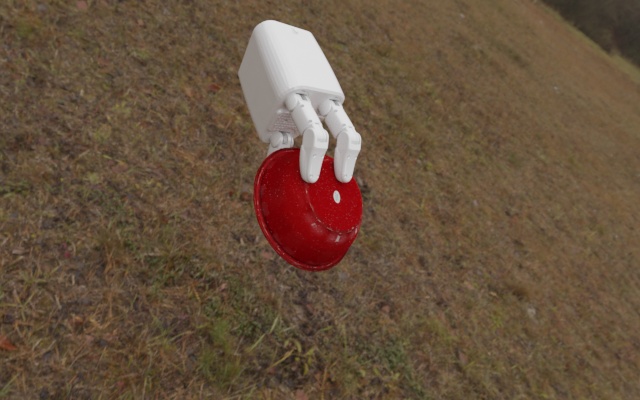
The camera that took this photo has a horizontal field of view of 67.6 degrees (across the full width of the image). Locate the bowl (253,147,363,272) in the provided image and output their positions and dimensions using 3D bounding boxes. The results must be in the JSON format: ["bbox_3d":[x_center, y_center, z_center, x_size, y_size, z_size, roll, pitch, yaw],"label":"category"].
[{"bbox_3d":[0.001,0.003,0.578,0.162,0.162,0.055,0,-17,-44],"label":"bowl"}]
